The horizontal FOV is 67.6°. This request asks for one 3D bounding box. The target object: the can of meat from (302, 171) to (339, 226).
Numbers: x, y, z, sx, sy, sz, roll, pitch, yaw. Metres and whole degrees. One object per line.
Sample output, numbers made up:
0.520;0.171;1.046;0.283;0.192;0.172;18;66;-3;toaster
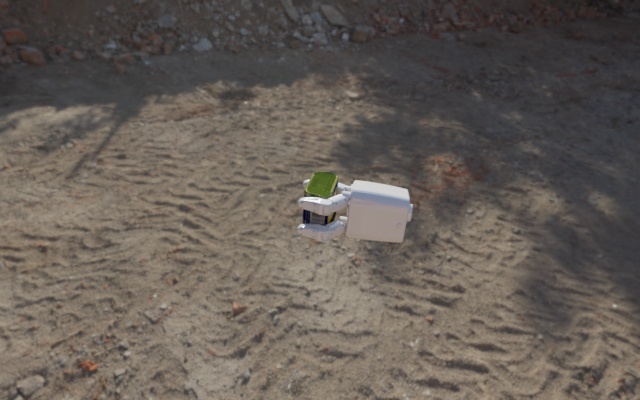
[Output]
0.000;0.003;0.897;0.057;0.084;0.102;10;31;8;can of meat
